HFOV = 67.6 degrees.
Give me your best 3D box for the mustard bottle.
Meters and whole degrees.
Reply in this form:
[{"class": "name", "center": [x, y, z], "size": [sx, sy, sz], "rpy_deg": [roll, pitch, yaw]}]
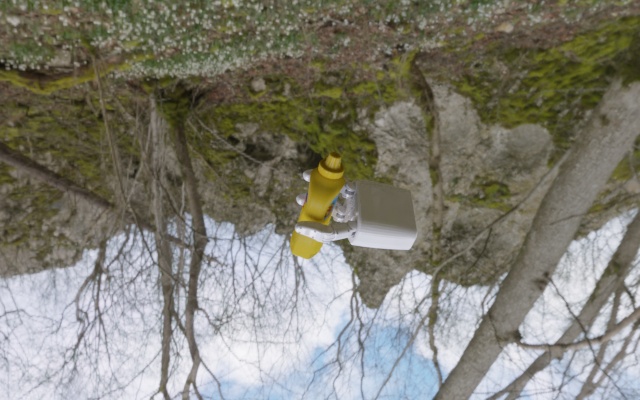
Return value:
[{"class": "mustard bottle", "center": [0.000, 0.003, 0.800], "size": [0.058, 0.192, 0.096], "rpy_deg": [23, 36, 5]}]
